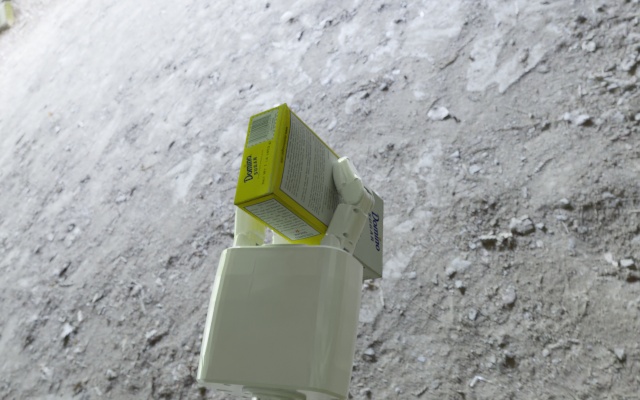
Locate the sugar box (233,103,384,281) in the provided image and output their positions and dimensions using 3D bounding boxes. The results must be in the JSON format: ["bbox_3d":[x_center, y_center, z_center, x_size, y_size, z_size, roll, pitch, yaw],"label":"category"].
[{"bbox_3d":[0.000,0.002,0.439,0.048,0.093,0.176,-14,-36,29],"label":"sugar box"}]
